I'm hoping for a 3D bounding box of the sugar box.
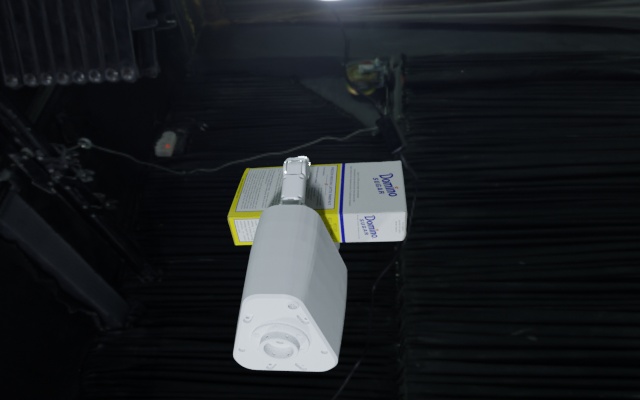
[{"bbox_3d":[0.000,0.002,0.507,0.176,0.048,0.093,0,38,6],"label":"sugar box"}]
